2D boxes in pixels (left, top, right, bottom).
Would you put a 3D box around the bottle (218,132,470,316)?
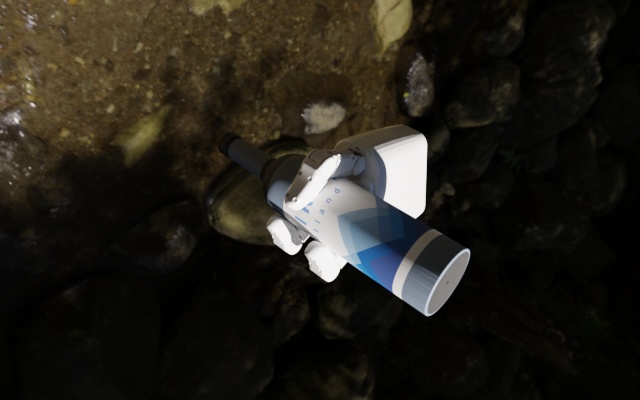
[{"bbox_3d":[0.000,0.002,0.475,0.295,0.069,0.069,32,18,30],"label":"bottle"}]
